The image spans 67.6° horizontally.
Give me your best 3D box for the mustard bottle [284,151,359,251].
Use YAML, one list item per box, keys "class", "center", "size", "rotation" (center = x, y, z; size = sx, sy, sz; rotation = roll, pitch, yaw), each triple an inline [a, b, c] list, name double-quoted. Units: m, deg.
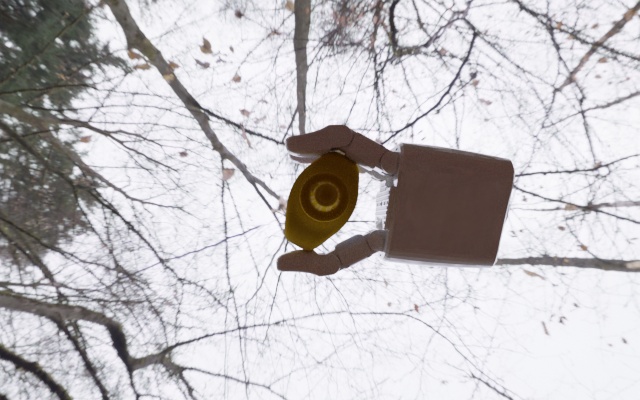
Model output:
- class: "mustard bottle"
  center: [0.000, 0.001, 0.463]
  size: [0.058, 0.096, 0.191]
  rotation: [31, -4, -1]
